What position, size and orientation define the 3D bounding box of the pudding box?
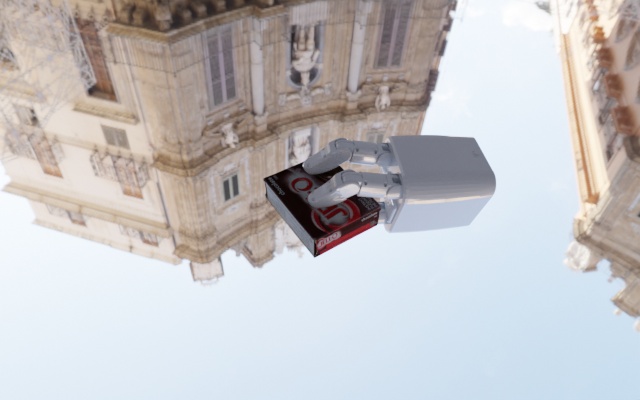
[{"bbox_3d":[0.000,0.002,0.552,0.090,0.039,0.113,-25,50,-25],"label":"pudding box"}]
